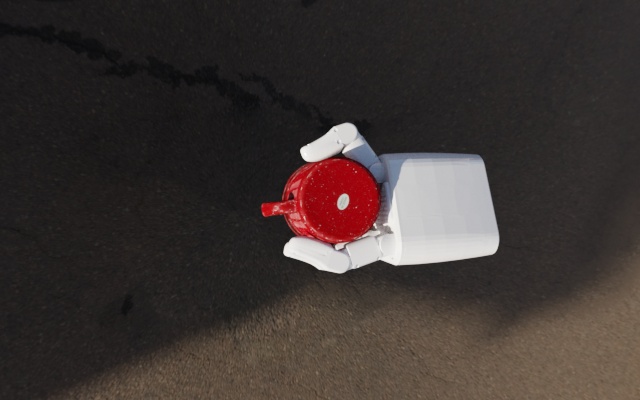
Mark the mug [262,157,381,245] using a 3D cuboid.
[{"bbox_3d":[-0.001,0.002,0.476,0.117,0.093,0.081,-4,-1,-10],"label":"mug"}]
